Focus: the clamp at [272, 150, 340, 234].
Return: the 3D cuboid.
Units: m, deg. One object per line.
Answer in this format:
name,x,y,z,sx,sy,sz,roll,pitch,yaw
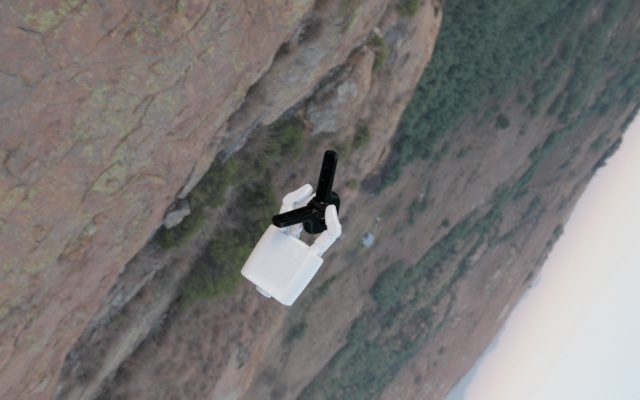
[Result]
clamp,0.001,0.004,0.896,0.036,0.164,0.210,35,-3,25
